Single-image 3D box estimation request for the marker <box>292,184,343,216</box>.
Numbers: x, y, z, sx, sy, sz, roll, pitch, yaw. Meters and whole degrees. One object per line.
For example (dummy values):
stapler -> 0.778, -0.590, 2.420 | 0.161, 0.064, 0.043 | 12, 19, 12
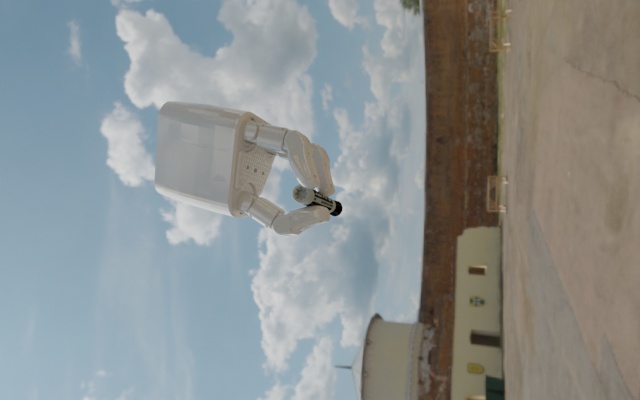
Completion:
marker -> 0.000, 0.002, 0.522 | 0.020, 0.020, 0.121 | 0, -8, 19
